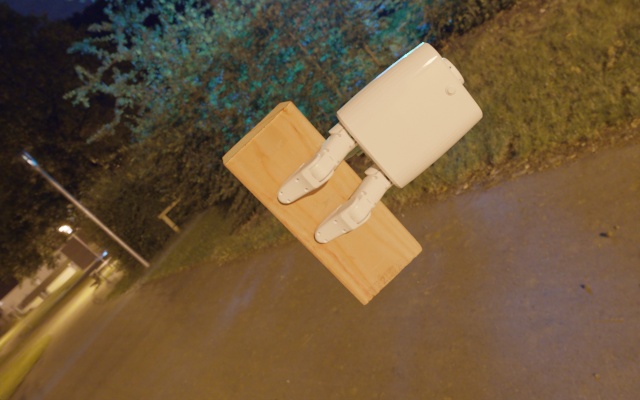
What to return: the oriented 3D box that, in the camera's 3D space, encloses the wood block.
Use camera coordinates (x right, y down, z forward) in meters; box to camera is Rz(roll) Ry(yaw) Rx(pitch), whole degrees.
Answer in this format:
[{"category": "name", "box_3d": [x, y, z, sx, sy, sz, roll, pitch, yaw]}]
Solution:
[{"category": "wood block", "box_3d": [0.000, 0.001, 0.515, 0.090, 0.206, 0.091, -44, 15, -1]}]
